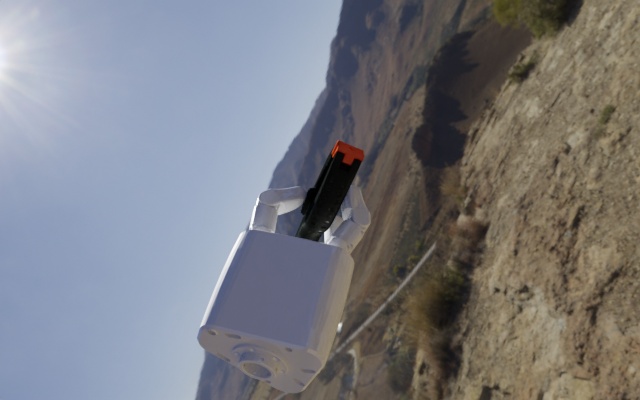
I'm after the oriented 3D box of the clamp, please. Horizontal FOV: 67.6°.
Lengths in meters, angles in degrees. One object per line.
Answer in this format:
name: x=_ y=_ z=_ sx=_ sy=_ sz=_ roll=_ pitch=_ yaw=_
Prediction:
clamp: x=-0.001 y=0.001 z=0.529 sx=0.036 sy=0.164 sz=0.210 roll=21 pitch=-44 yaw=-5
